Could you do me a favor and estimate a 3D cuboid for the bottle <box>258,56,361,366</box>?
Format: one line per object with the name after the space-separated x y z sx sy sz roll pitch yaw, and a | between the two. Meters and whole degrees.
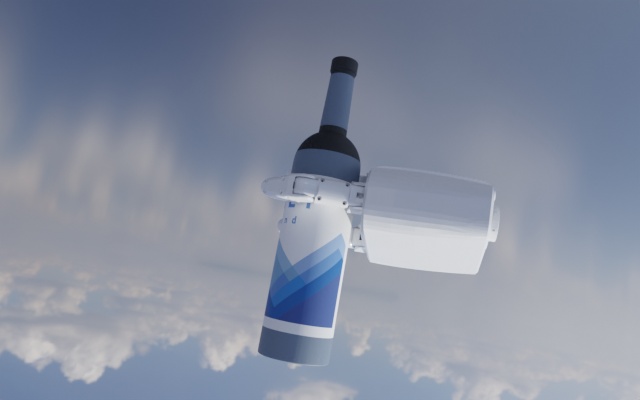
0.000 0.002 0.463 0.069 0.295 0.069 10 -10 2 | bottle
